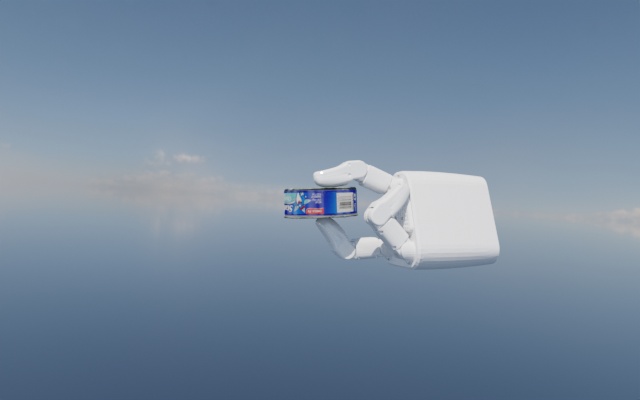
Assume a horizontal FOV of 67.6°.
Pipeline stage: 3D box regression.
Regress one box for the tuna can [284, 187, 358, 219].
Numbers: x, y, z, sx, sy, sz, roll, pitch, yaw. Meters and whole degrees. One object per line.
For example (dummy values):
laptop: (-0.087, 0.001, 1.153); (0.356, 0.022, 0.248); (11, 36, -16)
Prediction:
tuna can: (0.000, 0.001, 0.552); (0.086, 0.034, 0.086); (-2, 1, 0)
